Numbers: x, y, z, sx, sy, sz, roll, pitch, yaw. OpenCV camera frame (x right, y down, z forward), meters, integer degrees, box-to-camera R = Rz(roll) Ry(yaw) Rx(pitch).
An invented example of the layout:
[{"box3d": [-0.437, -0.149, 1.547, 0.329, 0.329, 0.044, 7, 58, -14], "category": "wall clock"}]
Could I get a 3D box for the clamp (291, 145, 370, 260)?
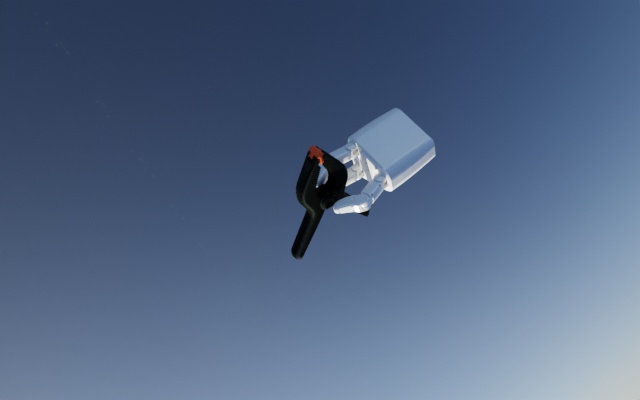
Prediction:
[{"box3d": [0.001, 0.003, 0.784, 0.164, 0.210, 0.036, -37, 51, -13], "category": "clamp"}]
